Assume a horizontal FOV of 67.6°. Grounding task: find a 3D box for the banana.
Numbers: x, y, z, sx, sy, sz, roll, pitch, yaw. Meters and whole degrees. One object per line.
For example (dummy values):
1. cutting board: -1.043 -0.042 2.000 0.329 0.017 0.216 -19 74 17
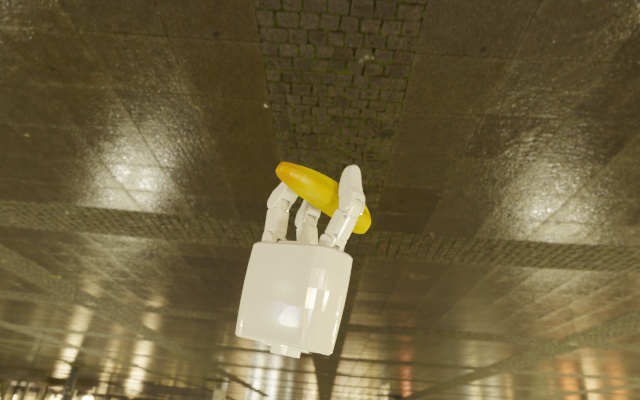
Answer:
1. banana: 0.018 0.006 0.576 0.069 0.037 0.198 11 -14 28
